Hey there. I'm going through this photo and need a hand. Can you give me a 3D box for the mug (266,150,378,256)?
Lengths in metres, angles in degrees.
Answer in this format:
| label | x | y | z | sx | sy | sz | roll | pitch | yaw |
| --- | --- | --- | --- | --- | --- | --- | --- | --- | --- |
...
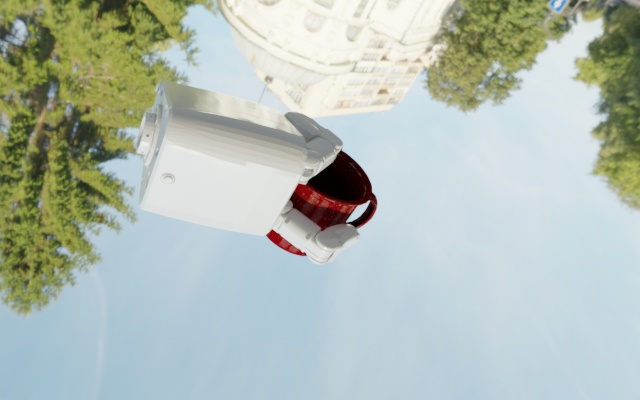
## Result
| label | x | y | z | sx | sy | sz | roll | pitch | yaw |
| --- | --- | --- | --- | --- | --- | --- | --- | --- | --- |
| mug | 0.001 | 0.002 | 0.466 | 0.117 | 0.081 | 0.093 | 14 | 38 | -27 |
